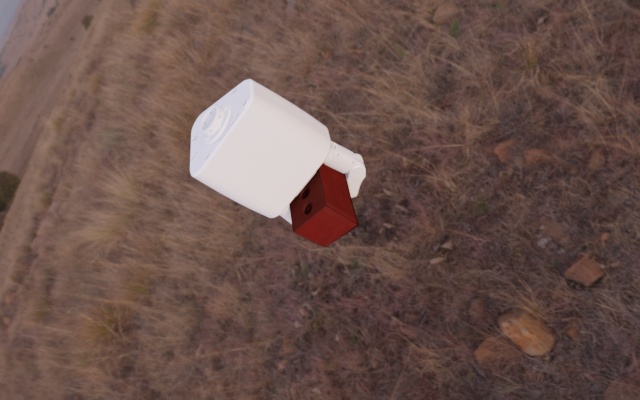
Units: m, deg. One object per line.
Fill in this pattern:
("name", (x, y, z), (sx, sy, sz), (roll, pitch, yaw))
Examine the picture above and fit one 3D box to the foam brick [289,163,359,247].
("foam brick", (0.000, 0.002, 0.528), (0.053, 0.078, 0.051), (-38, -47, 27))
